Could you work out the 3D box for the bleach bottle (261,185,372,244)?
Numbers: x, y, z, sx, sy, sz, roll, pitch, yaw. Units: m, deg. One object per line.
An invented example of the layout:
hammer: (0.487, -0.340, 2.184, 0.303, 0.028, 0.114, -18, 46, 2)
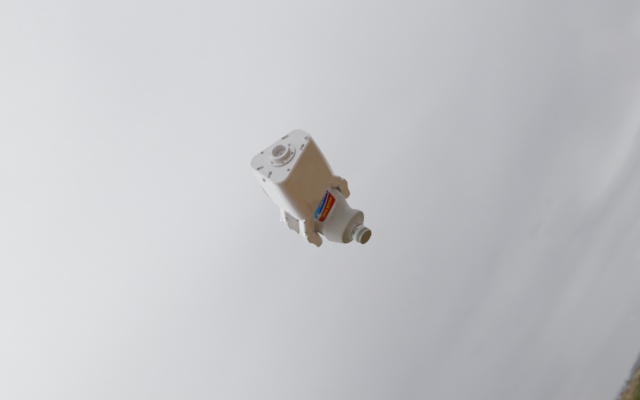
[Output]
bleach bottle: (0.000, 0.003, 0.893, 0.250, 0.102, 0.068, 33, -16, 38)
